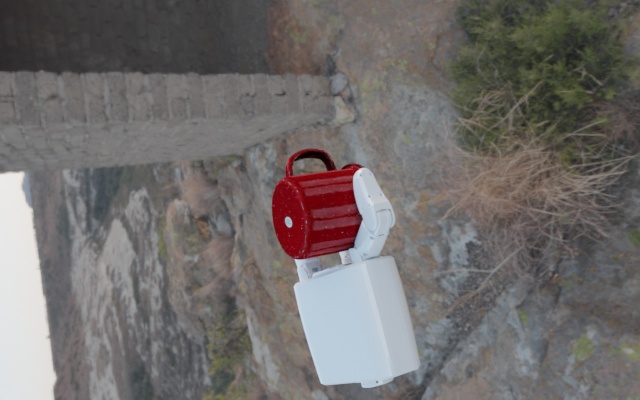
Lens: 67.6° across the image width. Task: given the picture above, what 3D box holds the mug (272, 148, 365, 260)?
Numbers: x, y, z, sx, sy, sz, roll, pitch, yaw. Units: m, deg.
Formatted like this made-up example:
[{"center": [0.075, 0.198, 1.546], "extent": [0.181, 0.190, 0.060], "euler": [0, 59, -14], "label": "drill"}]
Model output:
[{"center": [0.000, 0.000, 0.478], "extent": [0.081, 0.117, 0.093], "euler": [-9, -15, -28], "label": "mug"}]
